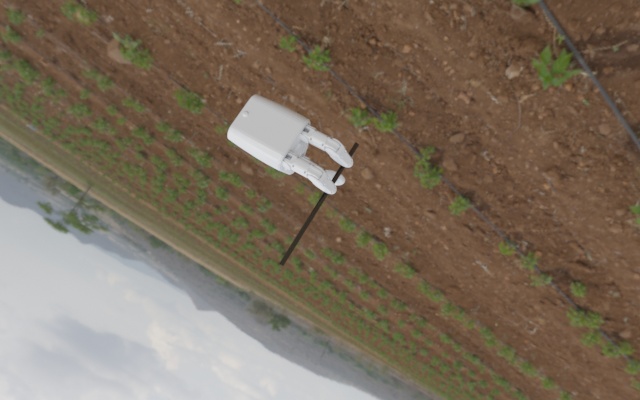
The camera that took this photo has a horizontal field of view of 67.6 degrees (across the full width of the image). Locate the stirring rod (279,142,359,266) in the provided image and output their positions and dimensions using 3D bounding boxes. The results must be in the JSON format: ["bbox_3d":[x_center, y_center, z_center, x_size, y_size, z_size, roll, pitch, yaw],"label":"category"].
[{"bbox_3d":[0.000,0.002,0.784,0.011,0.239,0.011,30,-14,8],"label":"stirring rod"}]
